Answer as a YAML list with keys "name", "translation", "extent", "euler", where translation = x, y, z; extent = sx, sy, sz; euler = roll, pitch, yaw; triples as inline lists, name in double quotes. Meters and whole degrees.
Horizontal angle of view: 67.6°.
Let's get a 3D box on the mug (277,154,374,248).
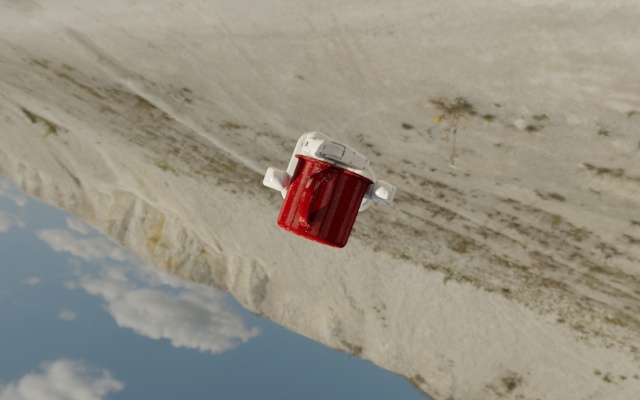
- name: "mug"
  translation: [0.000, 0.002, 0.515]
  extent: [0.093, 0.081, 0.117]
  euler: [20, 0, 10]
